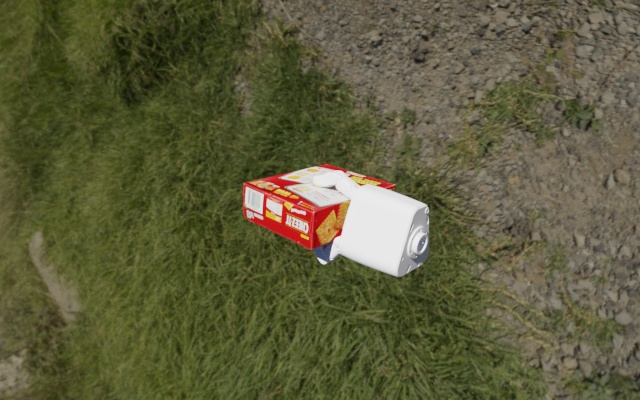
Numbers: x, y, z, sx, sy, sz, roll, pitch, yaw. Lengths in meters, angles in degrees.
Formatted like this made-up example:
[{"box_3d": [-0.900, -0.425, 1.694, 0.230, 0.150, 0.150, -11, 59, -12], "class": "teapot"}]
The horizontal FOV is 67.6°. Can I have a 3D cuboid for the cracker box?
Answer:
[{"box_3d": [0.000, 0.003, 0.822, 0.164, 0.072, 0.213, 21, 25, 38], "class": "cracker box"}]
